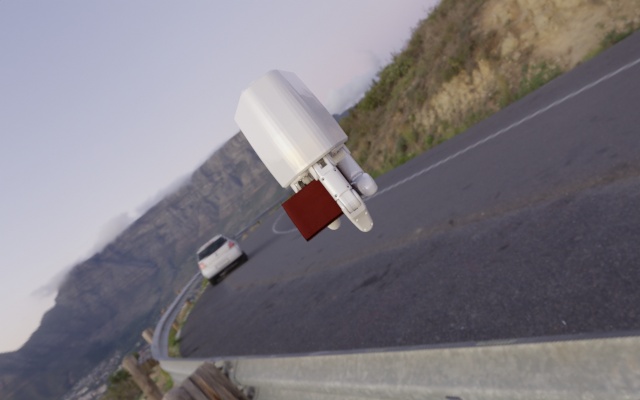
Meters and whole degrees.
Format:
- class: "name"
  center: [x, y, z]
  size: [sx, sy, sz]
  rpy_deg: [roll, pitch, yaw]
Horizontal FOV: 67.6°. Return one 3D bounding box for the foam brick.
- class: "foam brick"
  center: [0.000, 0.002, 0.551]
  size: [0.078, 0.051, 0.053]
  rpy_deg: [-38, 2, -1]
